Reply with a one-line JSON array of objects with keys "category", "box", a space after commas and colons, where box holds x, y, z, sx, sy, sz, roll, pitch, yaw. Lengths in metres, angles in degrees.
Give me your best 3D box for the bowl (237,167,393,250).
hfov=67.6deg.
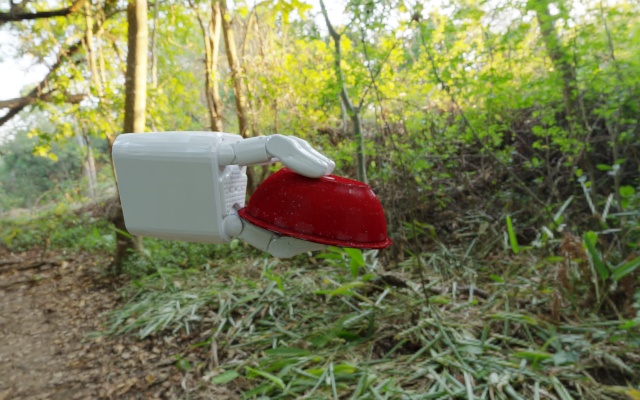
[{"category": "bowl", "box": [0.001, 0.001, 0.490, 0.162, 0.055, 0.162, 12, 7, -1]}]
